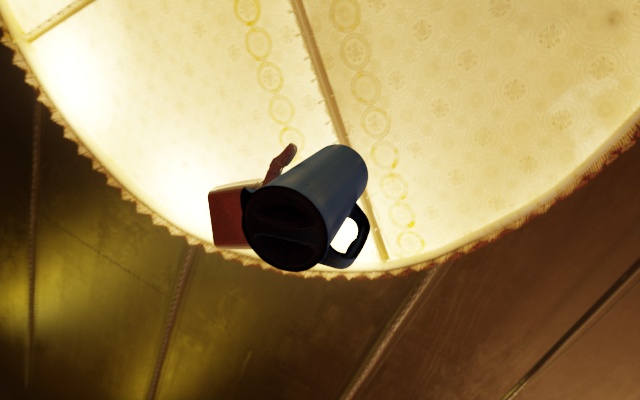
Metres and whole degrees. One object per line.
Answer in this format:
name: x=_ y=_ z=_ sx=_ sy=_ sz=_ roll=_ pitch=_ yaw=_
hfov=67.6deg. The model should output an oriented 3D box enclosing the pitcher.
pitcher: x=0.000 y=0.002 z=0.747 sx=0.145 sy=0.149 sz=0.242 roll=-8 pitch=20 yaw=28
